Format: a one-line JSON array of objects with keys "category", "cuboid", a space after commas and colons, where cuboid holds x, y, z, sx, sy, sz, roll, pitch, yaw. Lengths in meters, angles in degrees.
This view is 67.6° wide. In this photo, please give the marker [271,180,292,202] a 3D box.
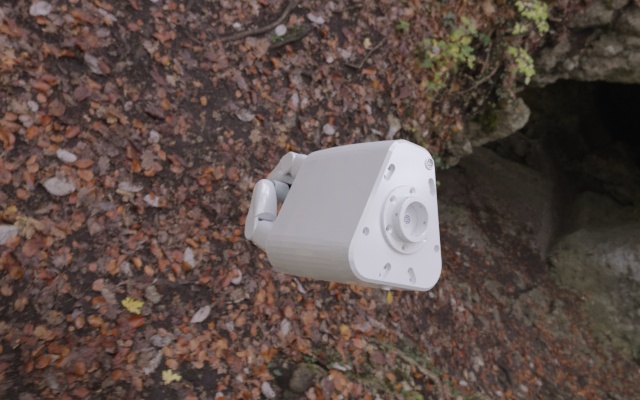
[{"category": "marker", "cuboid": [0.000, 0.002, 0.497, 0.121, 0.020, 0.020, 15, -9, -35]}]
